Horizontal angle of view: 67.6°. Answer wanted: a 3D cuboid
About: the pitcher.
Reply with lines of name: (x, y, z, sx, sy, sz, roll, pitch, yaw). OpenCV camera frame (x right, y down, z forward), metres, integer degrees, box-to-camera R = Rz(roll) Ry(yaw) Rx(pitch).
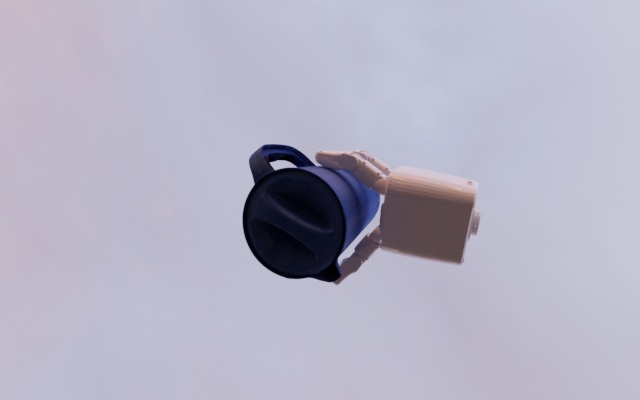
pitcher: (0.000, 0.002, 0.662, 0.145, 0.149, 0.243, 11, 12, 18)
